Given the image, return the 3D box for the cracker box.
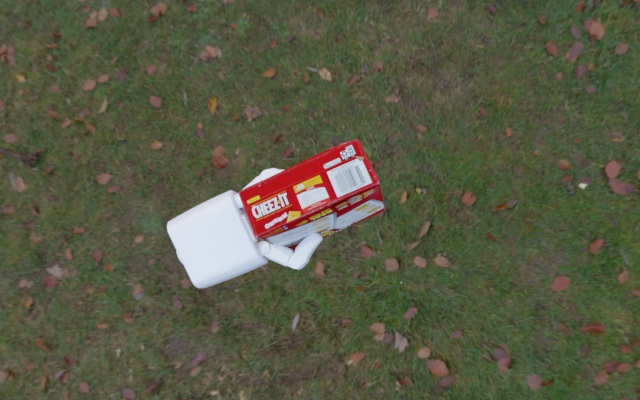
[{"bbox_3d":[0.000,0.002,0.671,0.164,0.072,0.214,-24,-13,4],"label":"cracker box"}]
